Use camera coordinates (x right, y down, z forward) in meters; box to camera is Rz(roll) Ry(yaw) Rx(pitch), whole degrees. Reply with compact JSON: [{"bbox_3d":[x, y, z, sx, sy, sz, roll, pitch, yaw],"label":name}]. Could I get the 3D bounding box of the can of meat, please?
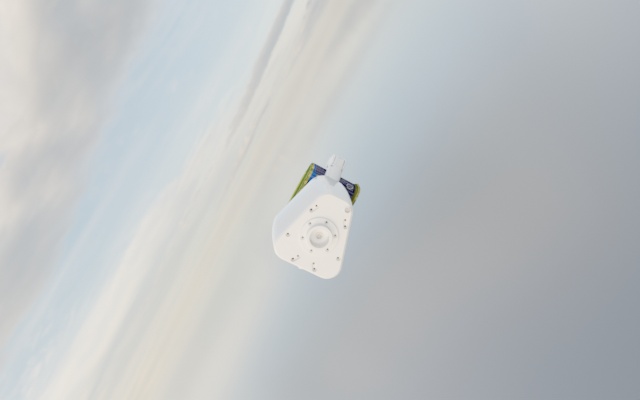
[{"bbox_3d":[0.000,0.002,0.742,0.084,0.102,0.057,27,13,-9],"label":"can of meat"}]
